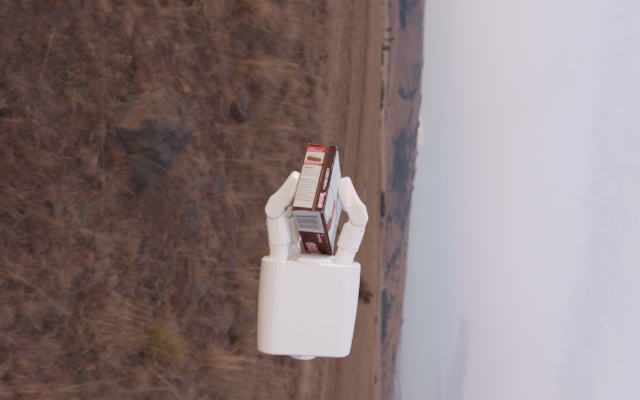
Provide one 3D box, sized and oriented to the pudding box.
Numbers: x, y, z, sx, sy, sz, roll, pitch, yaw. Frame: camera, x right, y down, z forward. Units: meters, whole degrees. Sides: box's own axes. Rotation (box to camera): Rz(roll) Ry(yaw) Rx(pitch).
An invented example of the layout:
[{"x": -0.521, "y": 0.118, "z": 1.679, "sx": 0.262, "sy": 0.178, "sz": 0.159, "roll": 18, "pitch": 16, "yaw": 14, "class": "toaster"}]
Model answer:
[{"x": 0.000, "y": 0.002, "z": 0.563, "sx": 0.039, "sy": 0.090, "sz": 0.114, "roll": 6, "pitch": -29, "yaw": 9, "class": "pudding box"}]
